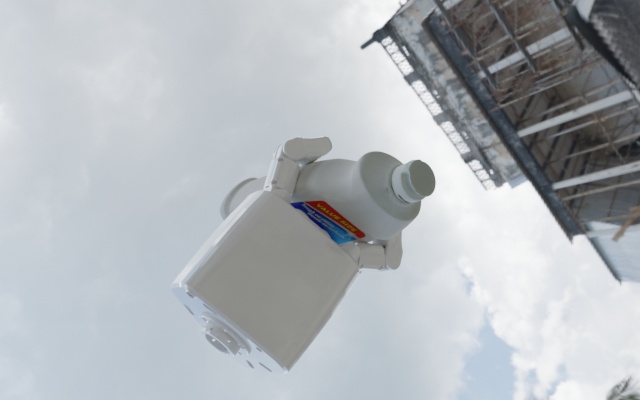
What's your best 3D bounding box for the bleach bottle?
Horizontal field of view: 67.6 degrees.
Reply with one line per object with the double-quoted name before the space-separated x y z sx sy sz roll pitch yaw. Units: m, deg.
"bleach bottle" 0.000 0.002 0.454 0.251 0.102 0.068 -19 27 53
